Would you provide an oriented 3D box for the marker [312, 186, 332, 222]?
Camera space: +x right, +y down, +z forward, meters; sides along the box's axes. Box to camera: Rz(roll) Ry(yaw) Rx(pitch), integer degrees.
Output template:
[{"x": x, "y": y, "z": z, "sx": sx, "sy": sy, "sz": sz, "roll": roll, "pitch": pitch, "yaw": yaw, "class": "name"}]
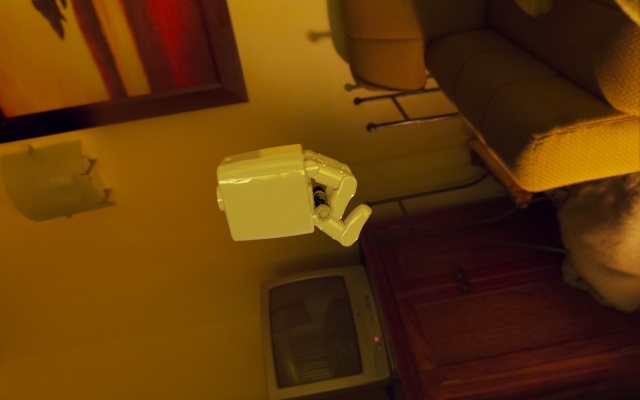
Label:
[{"x": 0.000, "y": 0.002, "z": 0.628, "sx": 0.020, "sy": 0.020, "sz": 0.121, "roll": 0, "pitch": 15, "yaw": -4, "class": "marker"}]
